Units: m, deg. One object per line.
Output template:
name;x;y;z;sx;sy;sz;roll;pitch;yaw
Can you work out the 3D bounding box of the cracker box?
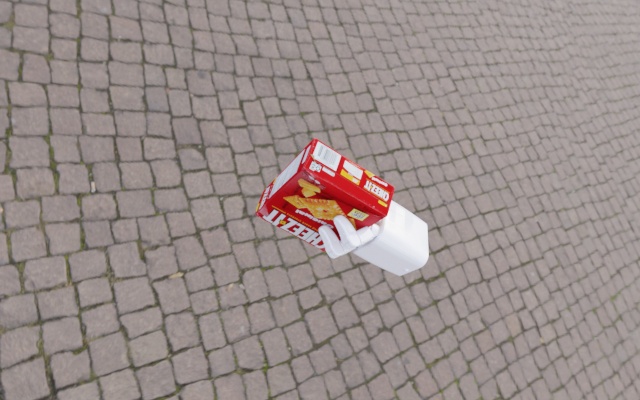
cracker box;0.000;0.003;0.844;0.164;0.072;0.214;30;-34;-16
